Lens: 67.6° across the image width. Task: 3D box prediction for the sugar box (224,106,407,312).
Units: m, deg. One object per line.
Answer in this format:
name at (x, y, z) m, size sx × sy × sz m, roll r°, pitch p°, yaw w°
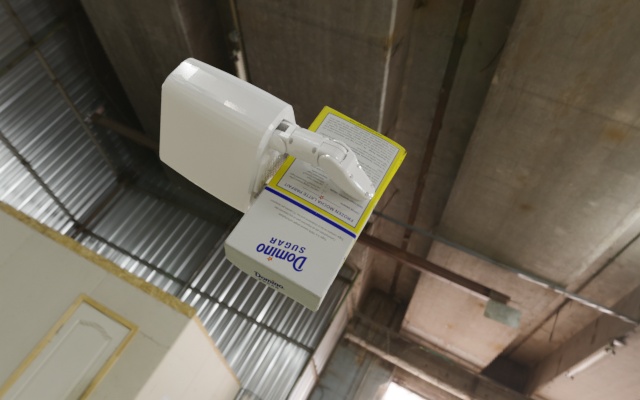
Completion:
sugar box at (0.000, 0.002, 0.435) m, size 0.093 × 0.176 × 0.048 m, roll 29°, pitch -28°, yaw 8°
